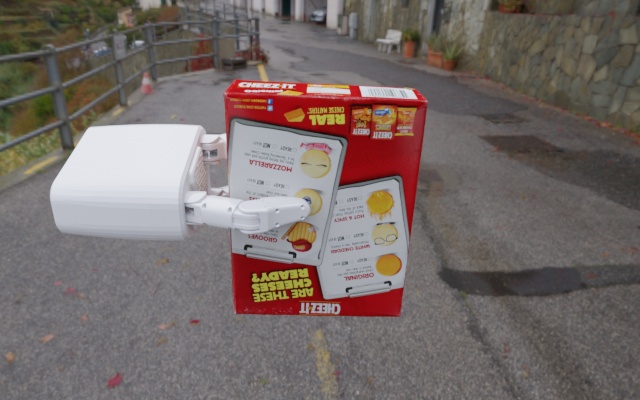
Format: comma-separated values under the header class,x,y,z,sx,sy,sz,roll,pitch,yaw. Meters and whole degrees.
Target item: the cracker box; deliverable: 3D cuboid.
class,x,y,z,sx,sy,sz,roll,pitch,yaw
cracker box,0.000,0.001,0.445,0.164,0.214,0.072,2,25,-1
